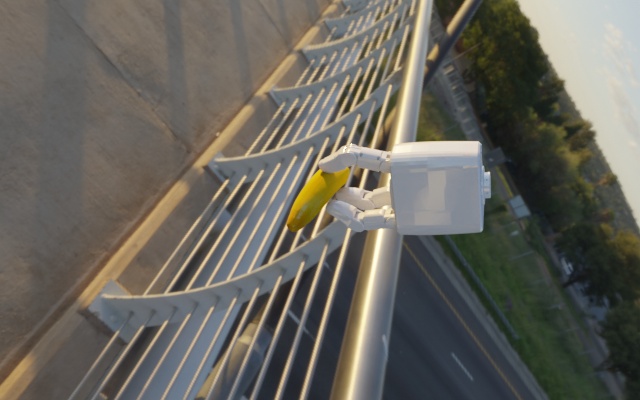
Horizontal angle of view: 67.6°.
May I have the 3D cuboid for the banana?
[{"bbox_3d":[0.006,-0.015,0.663,0.037,0.070,0.197,22,22,11],"label":"banana"}]
